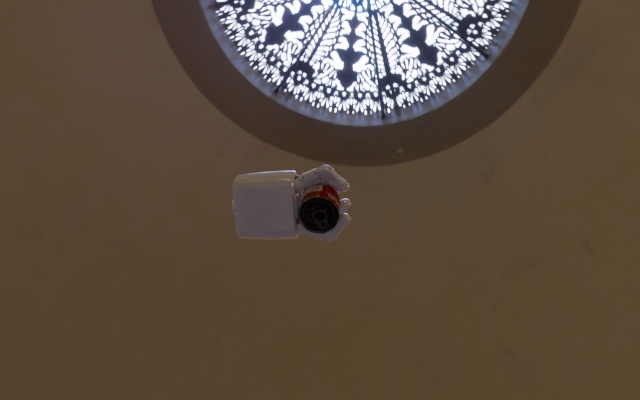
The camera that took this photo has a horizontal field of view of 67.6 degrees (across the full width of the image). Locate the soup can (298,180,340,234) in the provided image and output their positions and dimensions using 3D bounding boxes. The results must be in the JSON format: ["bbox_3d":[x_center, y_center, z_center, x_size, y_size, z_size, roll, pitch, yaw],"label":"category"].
[{"bbox_3d":[0.001,0.002,0.824,0.068,0.068,0.102,0,26,4],"label":"soup can"}]
